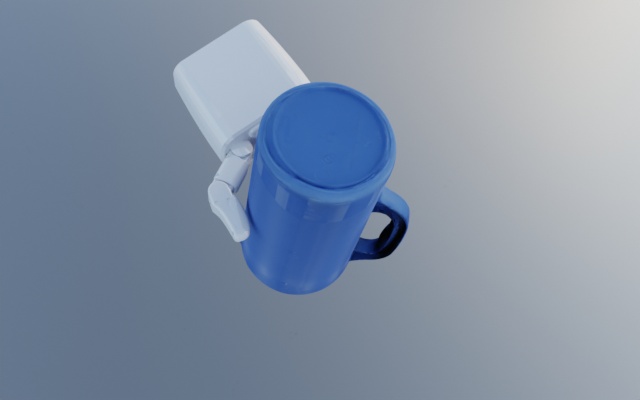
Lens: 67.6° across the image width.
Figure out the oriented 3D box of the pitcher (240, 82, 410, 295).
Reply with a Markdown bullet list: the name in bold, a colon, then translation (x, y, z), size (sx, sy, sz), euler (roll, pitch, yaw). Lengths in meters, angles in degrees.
- **pitcher**: translation (0.000, 0.001, 0.465), size (0.149, 0.145, 0.243), euler (-30, -16, -20)
